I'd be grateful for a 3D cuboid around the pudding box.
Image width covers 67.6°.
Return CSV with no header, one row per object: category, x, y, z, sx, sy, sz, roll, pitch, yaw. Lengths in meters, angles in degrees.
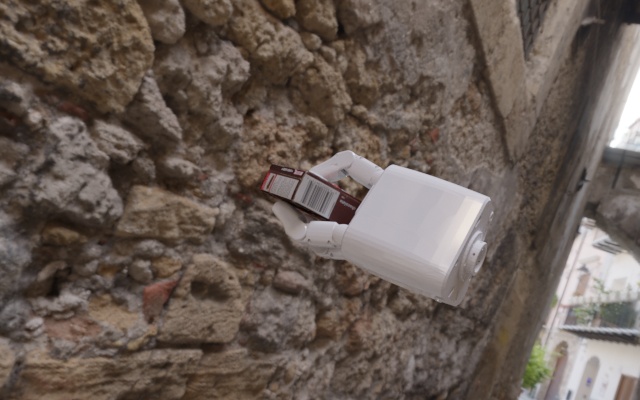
pudding box,0.000,0.002,0.534,0.113,0.039,0.090,30,-7,-30
